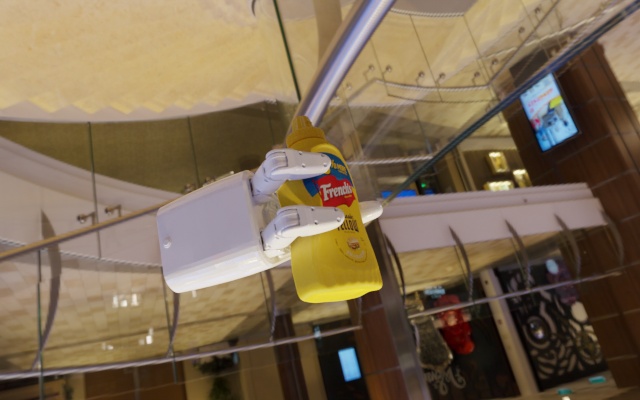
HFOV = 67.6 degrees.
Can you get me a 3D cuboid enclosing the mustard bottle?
[{"bbox_3d":[0.000,0.002,0.477,0.058,0.191,0.096,-30,-25,37],"label":"mustard bottle"}]
